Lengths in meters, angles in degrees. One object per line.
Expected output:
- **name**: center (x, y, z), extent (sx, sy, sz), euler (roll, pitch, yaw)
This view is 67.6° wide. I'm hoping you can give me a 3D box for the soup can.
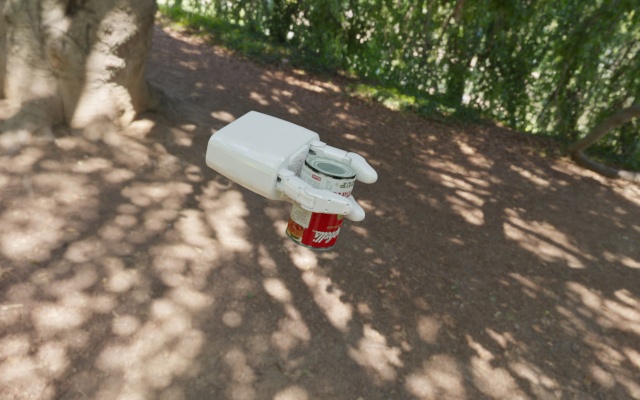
- **soup can**: center (0.001, 0.002, 0.604), extent (0.068, 0.102, 0.068), euler (14, 23, -6)
